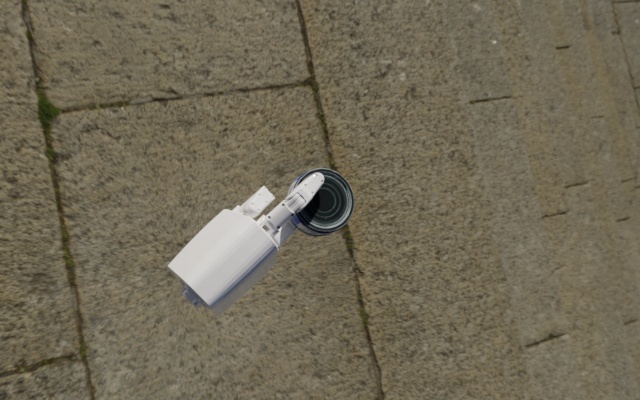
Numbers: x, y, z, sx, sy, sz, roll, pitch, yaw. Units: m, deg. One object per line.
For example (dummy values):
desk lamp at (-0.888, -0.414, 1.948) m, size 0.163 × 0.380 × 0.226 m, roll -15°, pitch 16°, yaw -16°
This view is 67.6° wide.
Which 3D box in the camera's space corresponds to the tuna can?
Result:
tuna can at (0.000, 0.002, 0.616) m, size 0.086 × 0.086 × 0.034 m, roll 0°, pitch -11°, yaw -19°
